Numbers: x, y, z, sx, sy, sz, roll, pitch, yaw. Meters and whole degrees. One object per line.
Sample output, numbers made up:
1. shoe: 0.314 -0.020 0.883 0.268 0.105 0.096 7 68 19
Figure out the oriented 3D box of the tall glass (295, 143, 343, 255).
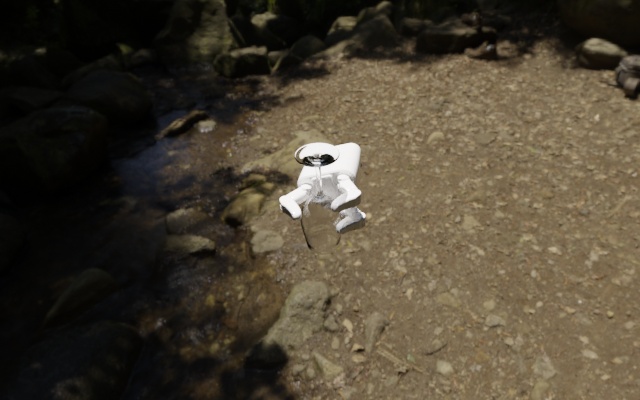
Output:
1. tall glass: 0.000 0.002 0.844 0.079 0.201 0.079 -2 37 2
